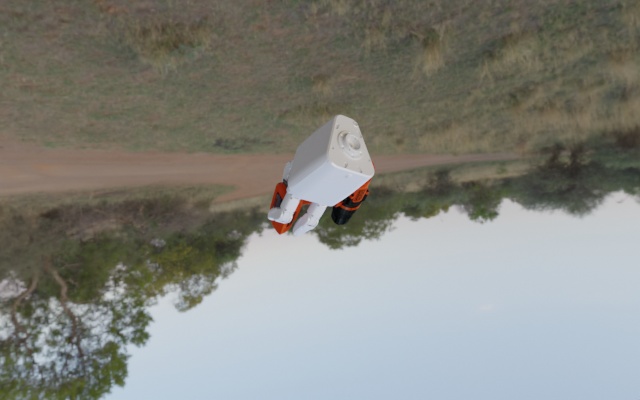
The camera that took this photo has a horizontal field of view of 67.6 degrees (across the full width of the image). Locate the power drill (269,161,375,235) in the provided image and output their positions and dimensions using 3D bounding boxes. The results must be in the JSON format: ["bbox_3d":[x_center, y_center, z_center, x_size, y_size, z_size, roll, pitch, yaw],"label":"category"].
[{"bbox_3d":[0.000,0.003,0.891,0.187,0.057,0.185,-17,-32,-28],"label":"power drill"}]
